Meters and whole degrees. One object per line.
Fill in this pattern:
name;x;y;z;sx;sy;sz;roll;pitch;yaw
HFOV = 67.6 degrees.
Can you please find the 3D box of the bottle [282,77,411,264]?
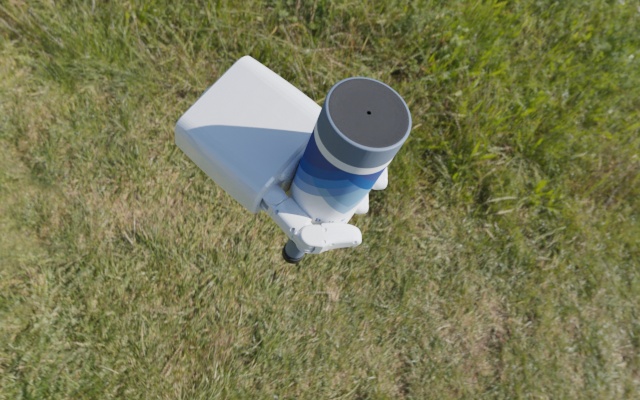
bottle;0.000;0.002;0.473;0.069;0.069;0.296;0;-26;-16
